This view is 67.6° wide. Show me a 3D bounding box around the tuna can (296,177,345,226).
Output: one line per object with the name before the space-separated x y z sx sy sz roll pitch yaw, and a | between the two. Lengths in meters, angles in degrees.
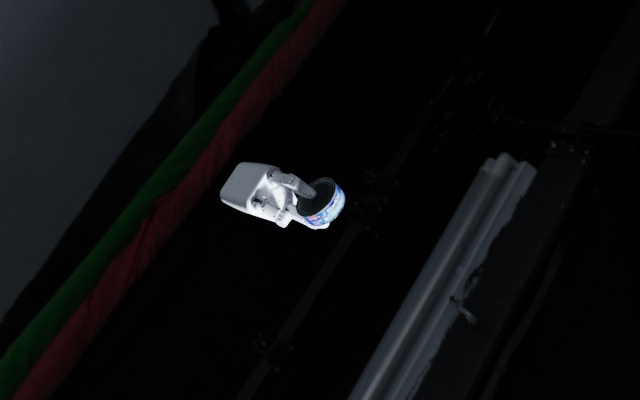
tuna can | 0.000 0.003 0.845 0.086 0.086 0.034 0 -36 44
